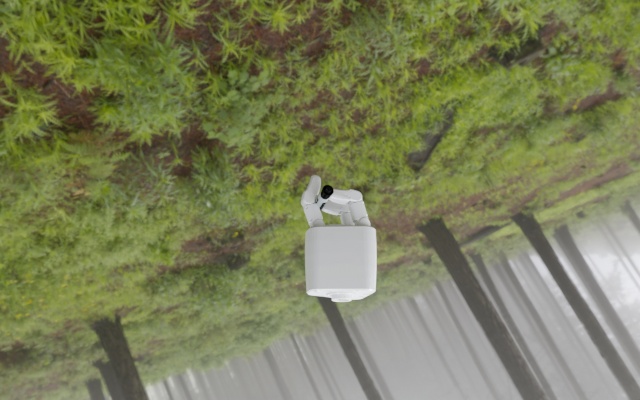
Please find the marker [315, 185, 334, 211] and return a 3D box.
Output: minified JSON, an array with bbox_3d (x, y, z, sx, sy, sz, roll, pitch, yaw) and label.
[{"bbox_3d":[0.000,0.003,0.809,0.020,0.020,0.121,0,-20,-14],"label":"marker"}]
